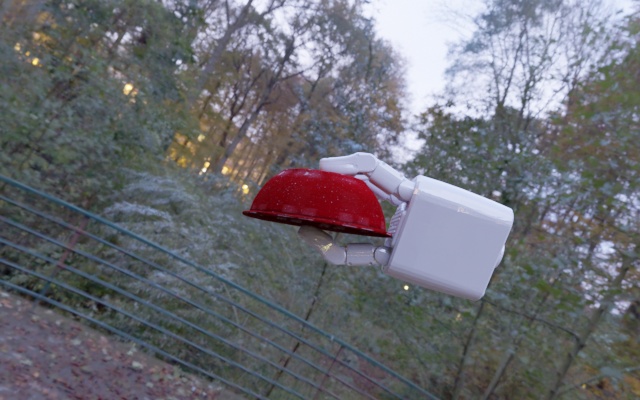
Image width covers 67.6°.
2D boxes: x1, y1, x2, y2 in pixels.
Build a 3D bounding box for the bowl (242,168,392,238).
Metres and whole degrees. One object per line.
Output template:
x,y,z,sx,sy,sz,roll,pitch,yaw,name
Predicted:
-0.001,0.001,0.514,0.162,0.055,0.162,8,-6,1,bowl
